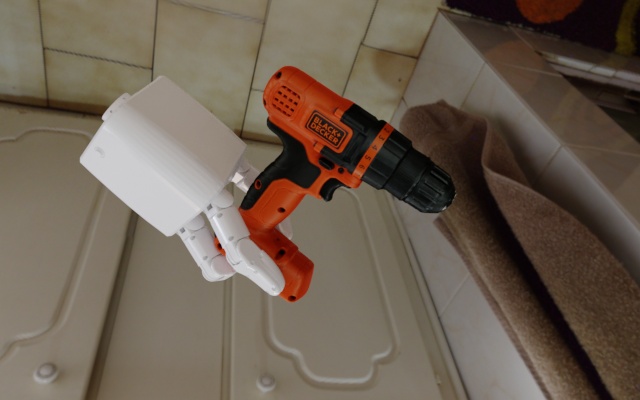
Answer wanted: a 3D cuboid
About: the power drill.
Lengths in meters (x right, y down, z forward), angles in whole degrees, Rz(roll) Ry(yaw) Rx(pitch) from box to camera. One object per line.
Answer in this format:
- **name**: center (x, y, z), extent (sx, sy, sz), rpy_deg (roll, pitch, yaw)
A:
- **power drill**: center (0.000, 0.002, 0.433), extent (0.184, 0.188, 0.057), rpy_deg (36, 24, 5)
